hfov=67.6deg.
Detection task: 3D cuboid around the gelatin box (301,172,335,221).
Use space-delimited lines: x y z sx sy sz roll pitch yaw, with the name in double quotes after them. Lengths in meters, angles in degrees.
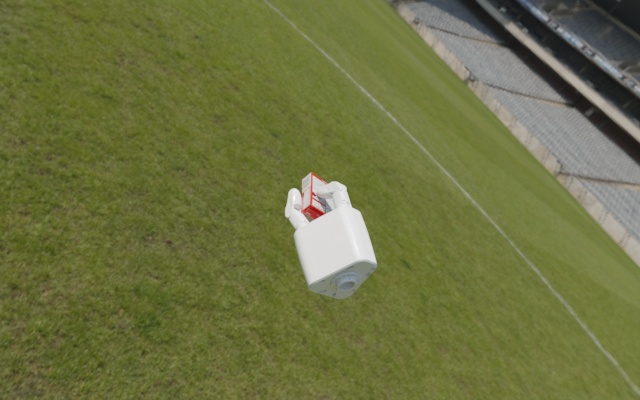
0.000 0.002 0.869 0.073 0.089 0.030 34 -54 -29 "gelatin box"
